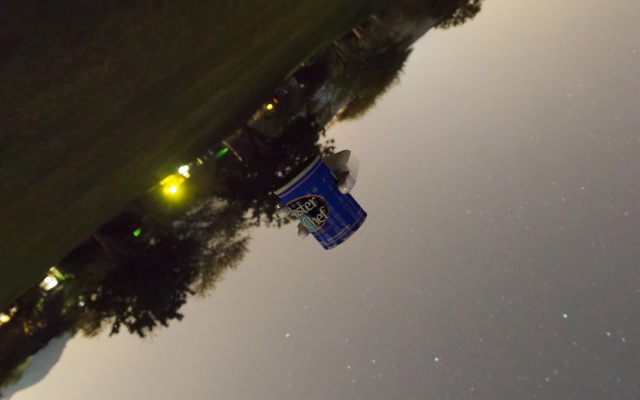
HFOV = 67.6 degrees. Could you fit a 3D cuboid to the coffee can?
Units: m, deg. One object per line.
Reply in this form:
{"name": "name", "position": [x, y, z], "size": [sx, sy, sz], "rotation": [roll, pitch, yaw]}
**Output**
{"name": "coffee can", "position": [0.000, 0.003, 0.851], "size": [0.103, 0.140, 0.102], "rotation": [-39, 11, 9]}
